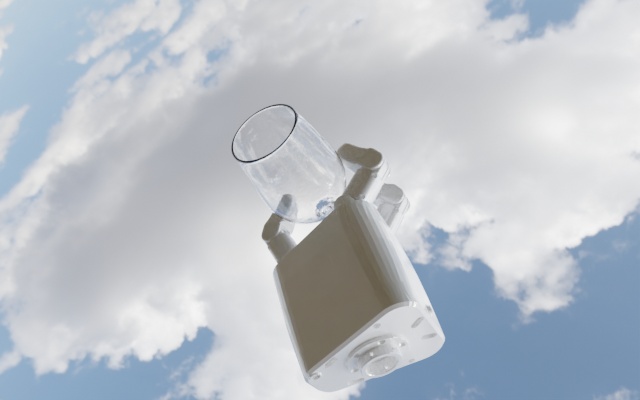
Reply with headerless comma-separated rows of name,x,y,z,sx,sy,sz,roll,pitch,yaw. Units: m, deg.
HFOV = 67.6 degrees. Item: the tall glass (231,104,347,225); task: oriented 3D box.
tall glass,0.000,0.002,0.448,0.079,0.079,0.201,0,-34,34
